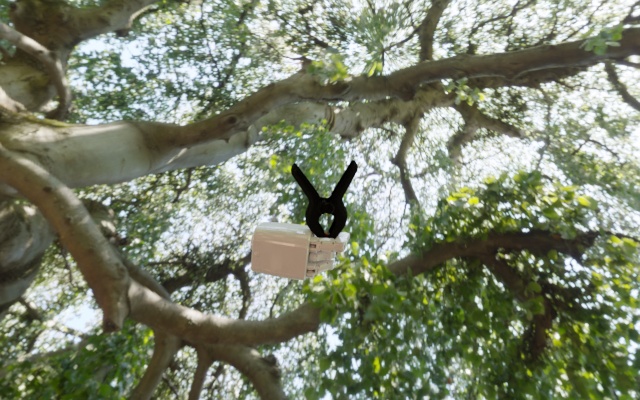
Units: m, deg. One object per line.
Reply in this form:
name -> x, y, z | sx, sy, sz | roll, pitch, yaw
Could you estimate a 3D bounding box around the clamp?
clamp -> 0.000, 0.003, 0.885 | 0.120, 0.171, 0.039 | 7, 18, 1
